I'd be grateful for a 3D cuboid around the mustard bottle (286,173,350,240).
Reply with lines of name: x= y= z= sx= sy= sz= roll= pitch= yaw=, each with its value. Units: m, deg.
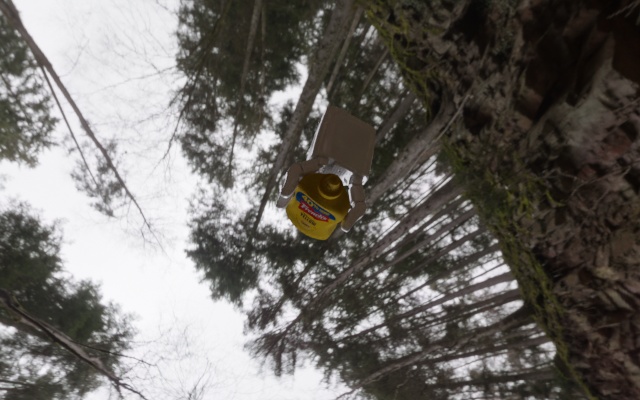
mustard bottle: x=0.000 y=0.003 z=0.812 sx=0.096 sy=0.058 sz=0.192 roll=38 pitch=-26 yaw=3
